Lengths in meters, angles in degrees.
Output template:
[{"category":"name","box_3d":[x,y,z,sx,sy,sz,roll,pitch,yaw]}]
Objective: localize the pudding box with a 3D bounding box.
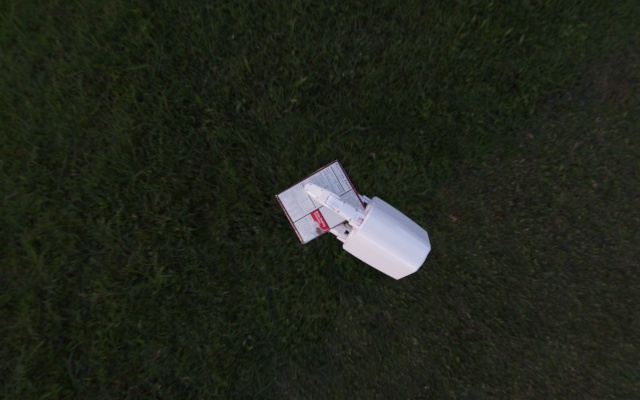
[{"category":"pudding box","box_3d":[0.000,0.002,0.740,0.113,0.090,0.039,-29,-1,-2]}]
